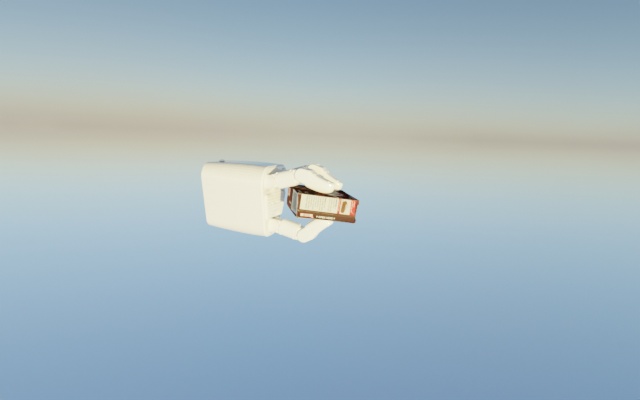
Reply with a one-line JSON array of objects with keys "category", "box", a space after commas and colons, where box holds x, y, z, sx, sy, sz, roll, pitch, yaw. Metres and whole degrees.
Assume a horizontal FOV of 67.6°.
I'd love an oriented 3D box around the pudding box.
[{"category": "pudding box", "box": [0.000, 0.003, 0.716, 0.090, 0.039, 0.113, 6, 10, -11]}]
